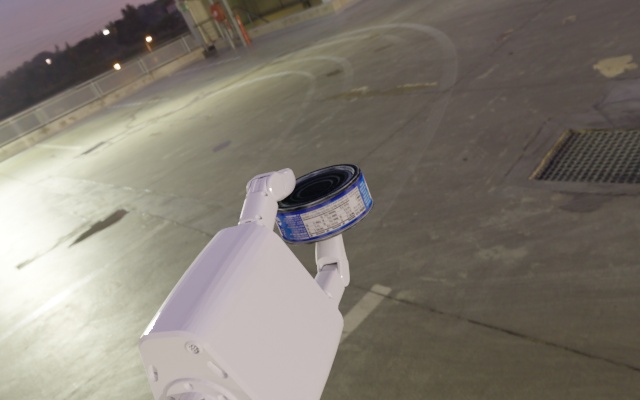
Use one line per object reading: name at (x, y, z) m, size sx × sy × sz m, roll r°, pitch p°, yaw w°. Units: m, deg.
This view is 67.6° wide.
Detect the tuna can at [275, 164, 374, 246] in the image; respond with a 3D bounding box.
tuna can at (0.000, 0.001, 0.409) m, size 0.086 × 0.034 × 0.086 m, roll -20°, pitch 20°, yaw 7°
